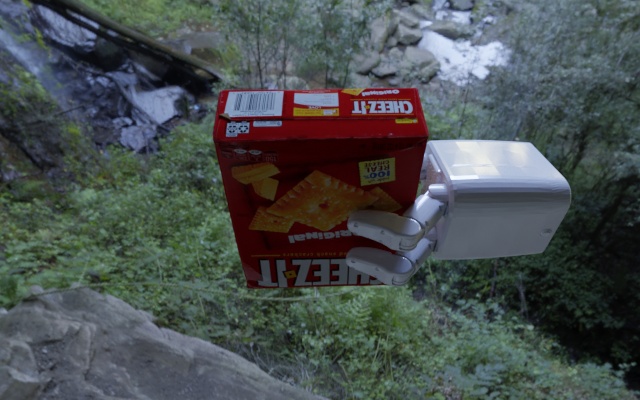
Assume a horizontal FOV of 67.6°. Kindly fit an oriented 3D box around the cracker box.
[{"bbox_3d":[0.000,0.001,0.447,0.164,0.072,0.214,-1,-42,0],"label":"cracker box"}]
